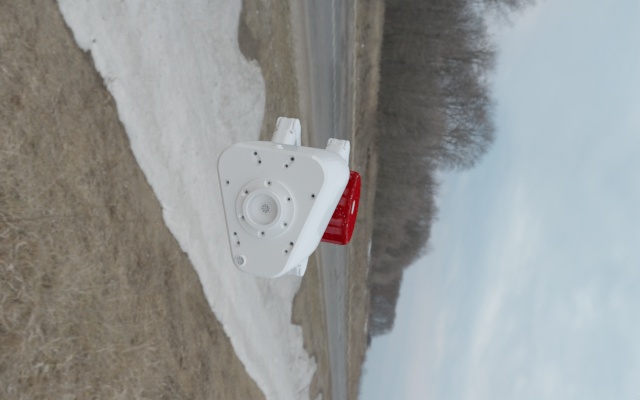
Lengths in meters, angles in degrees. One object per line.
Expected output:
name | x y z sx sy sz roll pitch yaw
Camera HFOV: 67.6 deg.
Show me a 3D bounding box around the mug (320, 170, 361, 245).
mug | 0.001 0.002 0.537 0.081 0.093 0.117 10 7 10
